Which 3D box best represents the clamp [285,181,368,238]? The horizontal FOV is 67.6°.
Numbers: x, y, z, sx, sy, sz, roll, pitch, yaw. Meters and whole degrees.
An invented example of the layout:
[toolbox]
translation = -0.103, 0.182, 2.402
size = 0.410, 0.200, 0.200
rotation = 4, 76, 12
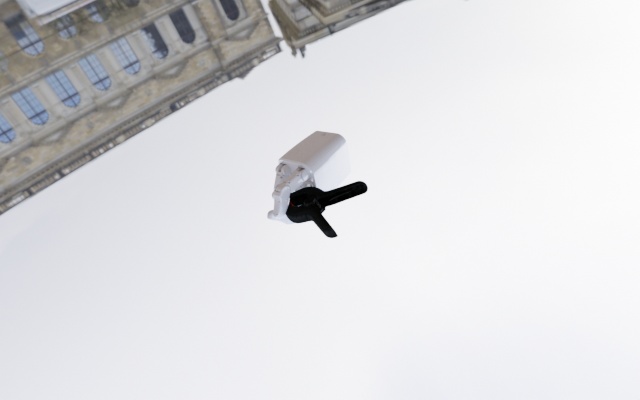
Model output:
[clamp]
translation = 0.000, 0.003, 0.835
size = 0.171, 0.039, 0.120
rotation = 16, 51, 46
